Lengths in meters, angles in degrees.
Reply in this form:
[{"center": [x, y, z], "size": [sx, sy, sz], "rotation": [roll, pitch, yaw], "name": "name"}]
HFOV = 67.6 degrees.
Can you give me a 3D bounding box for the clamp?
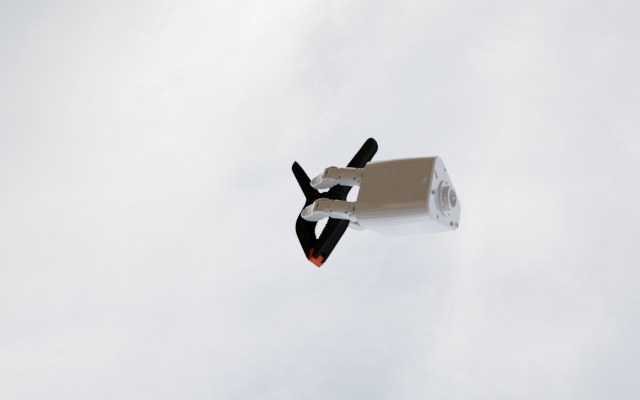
[{"center": [0.001, 0.003, 0.741], "size": [0.164, 0.210, 0.036], "rotation": [-7, -34, 39], "name": "clamp"}]
